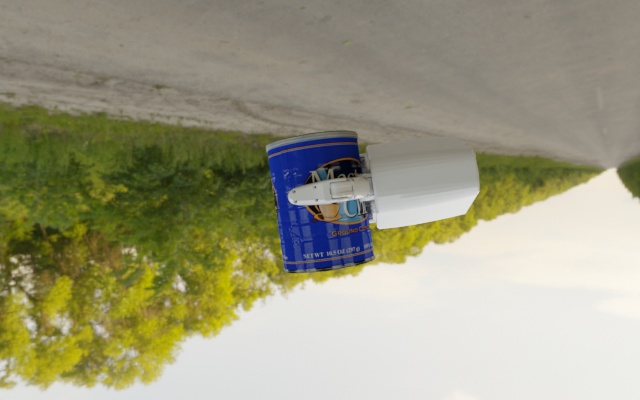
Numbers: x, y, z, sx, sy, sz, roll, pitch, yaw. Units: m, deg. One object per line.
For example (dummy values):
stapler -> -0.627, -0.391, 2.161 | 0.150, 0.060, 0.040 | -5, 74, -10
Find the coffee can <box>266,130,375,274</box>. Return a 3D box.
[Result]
coffee can -> 0.000, 0.002, 0.530 | 0.103, 0.140, 0.103 | -8, 0, 0
